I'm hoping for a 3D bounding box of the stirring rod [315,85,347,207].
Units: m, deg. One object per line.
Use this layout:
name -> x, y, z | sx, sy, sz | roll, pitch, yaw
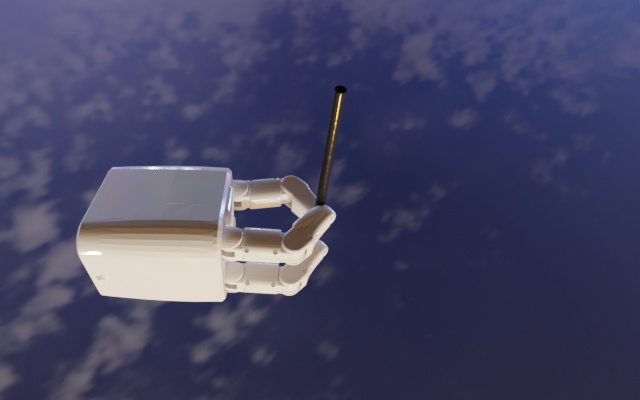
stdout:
stirring rod -> 0.000, 0.001, 0.403 | 0.011, 0.011, 0.240 | 0, -37, -8
